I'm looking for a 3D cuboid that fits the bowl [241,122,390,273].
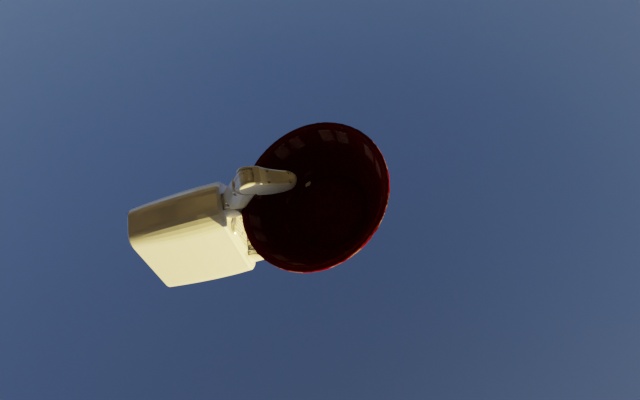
[{"bbox_3d":[0.001,0.002,0.500,0.162,0.162,0.055,0,-20,24],"label":"bowl"}]
